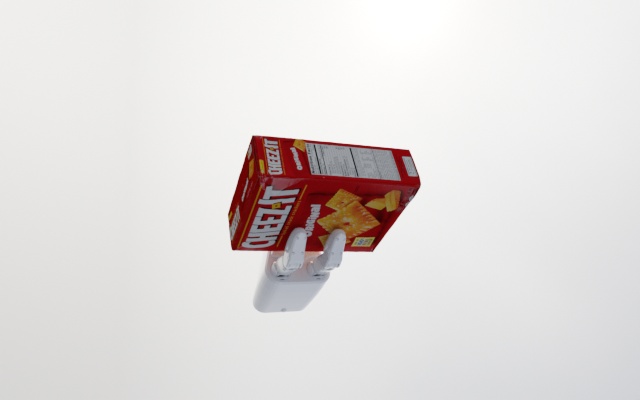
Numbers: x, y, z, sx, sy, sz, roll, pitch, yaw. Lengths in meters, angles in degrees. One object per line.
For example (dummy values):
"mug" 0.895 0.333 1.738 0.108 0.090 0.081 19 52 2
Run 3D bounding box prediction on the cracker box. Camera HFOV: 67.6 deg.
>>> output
"cracker box" 0.000 0.002 0.628 0.214 0.072 0.164 2 -37 -22
